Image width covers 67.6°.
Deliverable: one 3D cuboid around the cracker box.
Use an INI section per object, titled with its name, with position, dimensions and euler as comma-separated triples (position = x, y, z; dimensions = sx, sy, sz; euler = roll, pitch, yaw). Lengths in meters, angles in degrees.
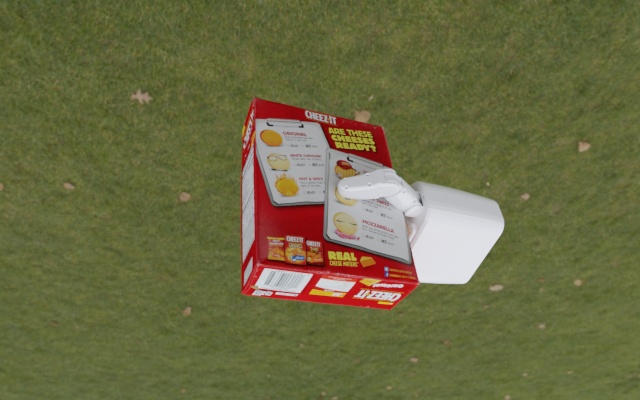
[cracker box]
position = 0.000, 0.002, 0.510
dimensions = 0.164, 0.213, 0.072
euler = 9, -40, -21
